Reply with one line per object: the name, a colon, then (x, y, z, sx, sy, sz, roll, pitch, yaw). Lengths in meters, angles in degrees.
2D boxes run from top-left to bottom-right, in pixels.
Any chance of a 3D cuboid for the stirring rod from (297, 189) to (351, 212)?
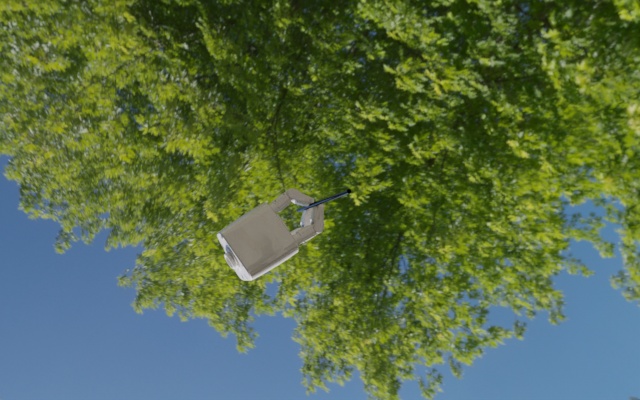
stirring rod: (0.000, 0.003, 0.888, 0.011, 0.011, 0.239, 0, -9, -23)
